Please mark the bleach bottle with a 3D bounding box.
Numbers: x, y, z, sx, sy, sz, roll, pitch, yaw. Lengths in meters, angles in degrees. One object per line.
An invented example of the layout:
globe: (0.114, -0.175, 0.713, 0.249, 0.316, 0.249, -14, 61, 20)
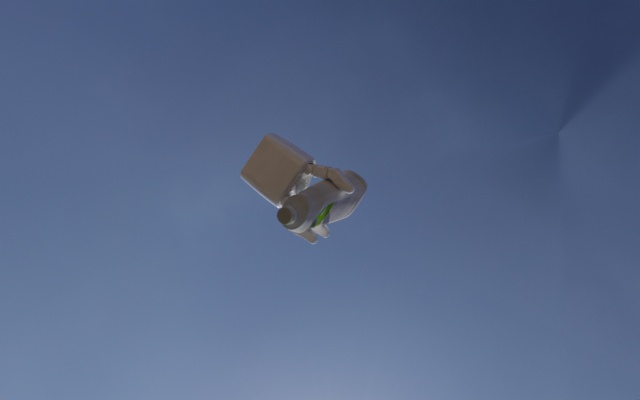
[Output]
bleach bottle: (0.000, 0.003, 0.891, 0.068, 0.102, 0.251, 37, 21, 18)
